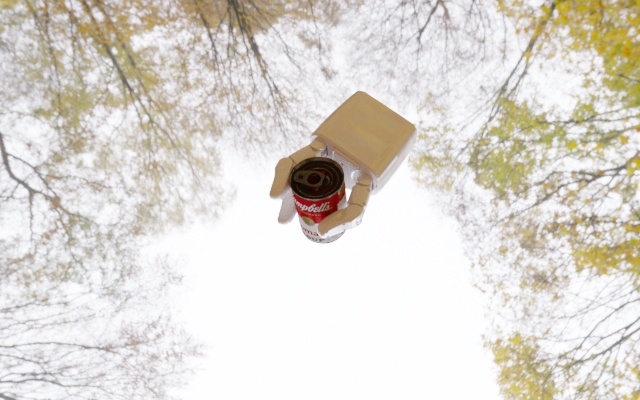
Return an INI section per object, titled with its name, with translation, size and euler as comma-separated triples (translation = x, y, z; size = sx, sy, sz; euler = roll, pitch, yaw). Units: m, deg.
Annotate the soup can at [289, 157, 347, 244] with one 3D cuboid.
[soup can]
translation = 0.000, 0.003, 0.616
size = 0.068, 0.068, 0.102
euler = 0, -37, 7
